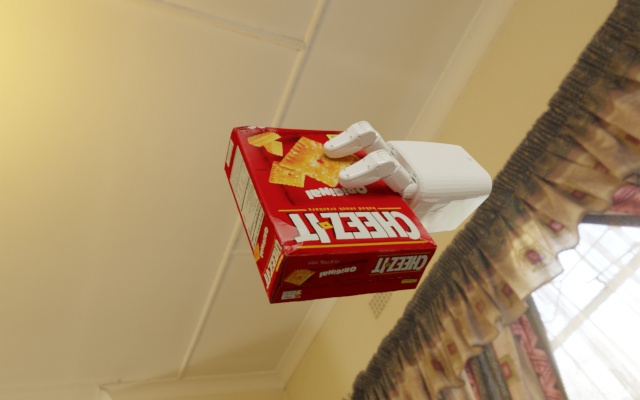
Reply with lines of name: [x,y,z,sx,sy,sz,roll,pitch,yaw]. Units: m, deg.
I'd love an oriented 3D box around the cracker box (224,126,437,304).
cracker box: [0.000,0.002,0.519,0.164,0.072,0.213,-1,39,-25]
